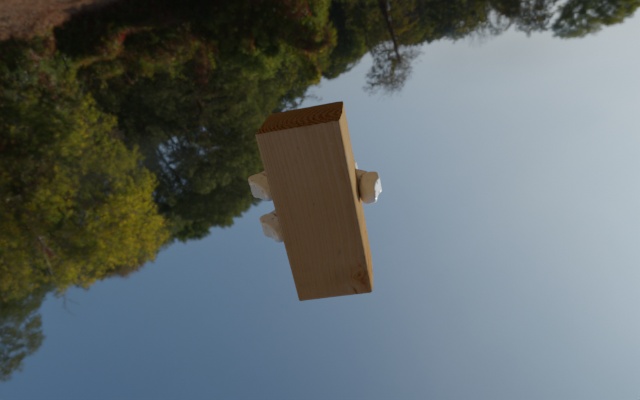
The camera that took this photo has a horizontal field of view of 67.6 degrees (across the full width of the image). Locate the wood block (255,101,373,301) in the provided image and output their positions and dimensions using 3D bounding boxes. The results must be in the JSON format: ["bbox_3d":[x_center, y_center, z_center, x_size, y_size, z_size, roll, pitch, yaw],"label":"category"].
[{"bbox_3d":[0.000,0.002,0.555,0.091,0.206,0.090,-9,23,9],"label":"wood block"}]
